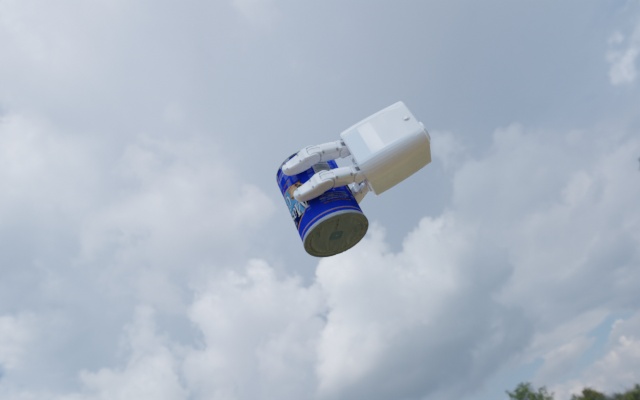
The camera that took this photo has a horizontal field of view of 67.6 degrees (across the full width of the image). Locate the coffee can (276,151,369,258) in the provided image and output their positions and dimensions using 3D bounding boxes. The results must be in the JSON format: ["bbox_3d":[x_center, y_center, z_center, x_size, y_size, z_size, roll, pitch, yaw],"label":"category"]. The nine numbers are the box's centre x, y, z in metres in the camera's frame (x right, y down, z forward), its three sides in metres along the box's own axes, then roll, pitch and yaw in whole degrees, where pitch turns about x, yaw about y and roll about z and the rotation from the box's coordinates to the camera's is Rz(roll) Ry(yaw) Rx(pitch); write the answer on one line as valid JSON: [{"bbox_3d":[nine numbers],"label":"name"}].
[{"bbox_3d":[0.000,0.003,0.741,0.103,0.140,0.103,-16,-38,-13],"label":"coffee can"}]
